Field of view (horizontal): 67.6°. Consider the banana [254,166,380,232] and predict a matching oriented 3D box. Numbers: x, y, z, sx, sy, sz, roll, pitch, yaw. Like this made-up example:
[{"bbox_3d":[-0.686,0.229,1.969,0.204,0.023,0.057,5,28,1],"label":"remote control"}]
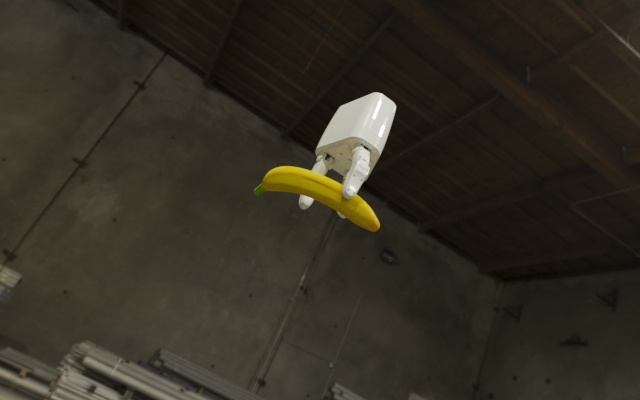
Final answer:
[{"bbox_3d":[-0.002,-0.009,0.700,0.198,0.037,0.070,19,-33,7],"label":"banana"}]
